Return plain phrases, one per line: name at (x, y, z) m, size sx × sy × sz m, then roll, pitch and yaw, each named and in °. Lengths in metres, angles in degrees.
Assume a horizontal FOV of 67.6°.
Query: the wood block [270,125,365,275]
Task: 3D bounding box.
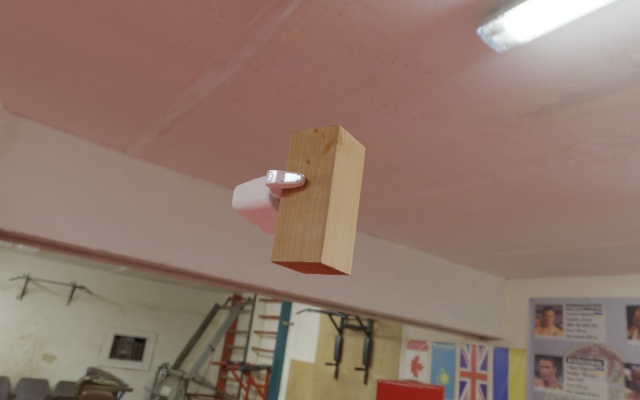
wood block at (0.000, 0.002, 0.724) m, size 0.090 × 0.206 × 0.091 m, roll -3°, pitch -20°, yaw 33°
